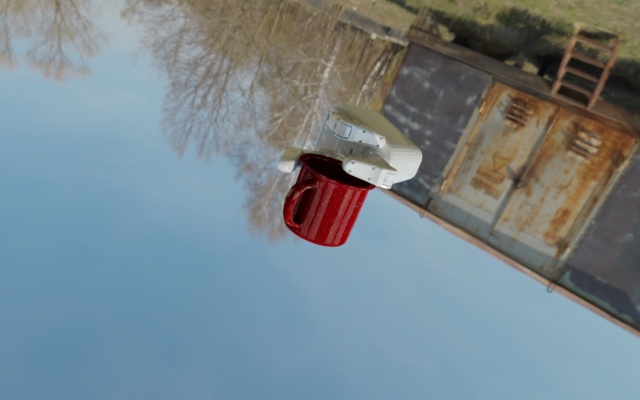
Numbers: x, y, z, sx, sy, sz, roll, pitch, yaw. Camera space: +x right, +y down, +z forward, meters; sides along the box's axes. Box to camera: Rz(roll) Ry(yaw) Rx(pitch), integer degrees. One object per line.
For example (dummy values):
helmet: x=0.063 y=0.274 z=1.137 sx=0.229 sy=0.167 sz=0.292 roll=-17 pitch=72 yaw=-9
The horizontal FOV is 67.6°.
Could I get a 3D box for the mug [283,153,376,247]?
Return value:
mug: x=-0.001 y=0.002 z=0.546 sx=0.093 sy=0.081 sz=0.117 roll=32 pitch=21 yaw=27
